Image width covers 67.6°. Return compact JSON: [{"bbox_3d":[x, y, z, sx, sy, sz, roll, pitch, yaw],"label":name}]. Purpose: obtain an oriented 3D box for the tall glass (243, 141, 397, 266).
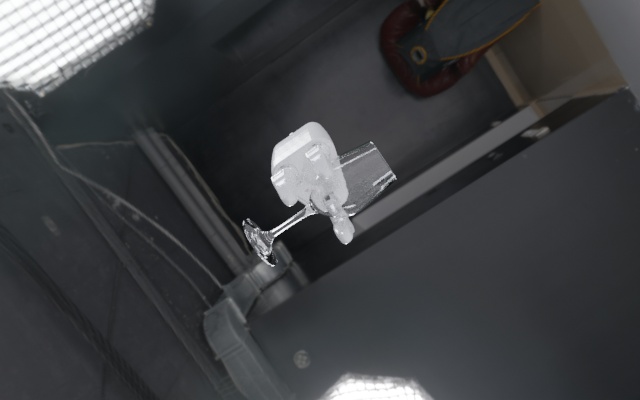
[{"bbox_3d":[0.000,0.003,0.632,0.201,0.079,0.079,-33,-5,8],"label":"tall glass"}]
